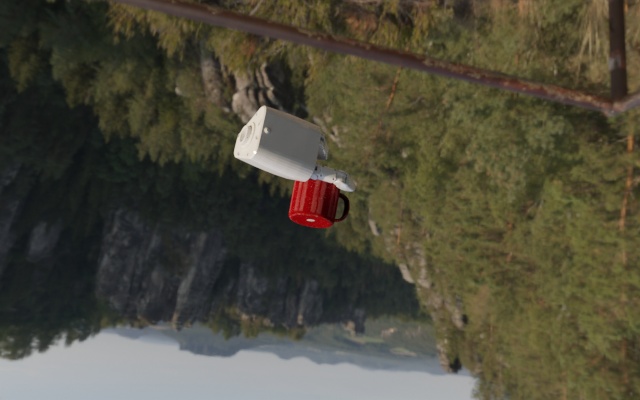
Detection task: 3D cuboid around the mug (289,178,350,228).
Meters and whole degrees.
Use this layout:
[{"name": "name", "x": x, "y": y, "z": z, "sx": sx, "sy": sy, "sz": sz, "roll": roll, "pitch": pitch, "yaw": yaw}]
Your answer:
[{"name": "mug", "x": 0.001, "y": 0.003, "z": 0.852, "sx": 0.117, "sy": 0.081, "sz": 0.093, "roll": 20, "pitch": -20, "yaw": -28}]
